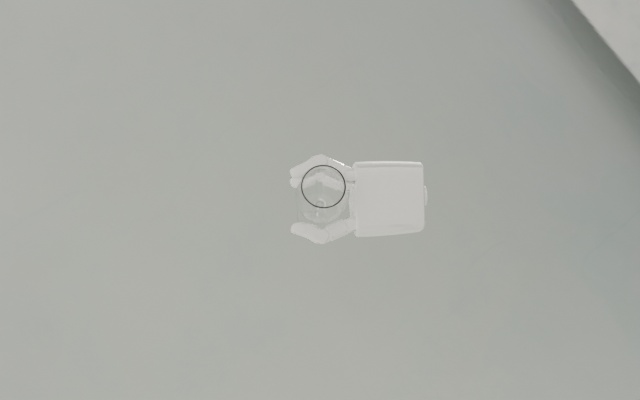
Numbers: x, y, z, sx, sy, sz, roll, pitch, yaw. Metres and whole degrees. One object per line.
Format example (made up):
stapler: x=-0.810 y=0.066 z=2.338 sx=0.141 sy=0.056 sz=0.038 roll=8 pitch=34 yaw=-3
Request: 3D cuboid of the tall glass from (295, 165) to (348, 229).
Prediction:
tall glass: x=0.000 y=0.003 z=0.746 sx=0.079 sy=0.079 sz=0.201 roll=0 pitch=-13 yaw=-2
